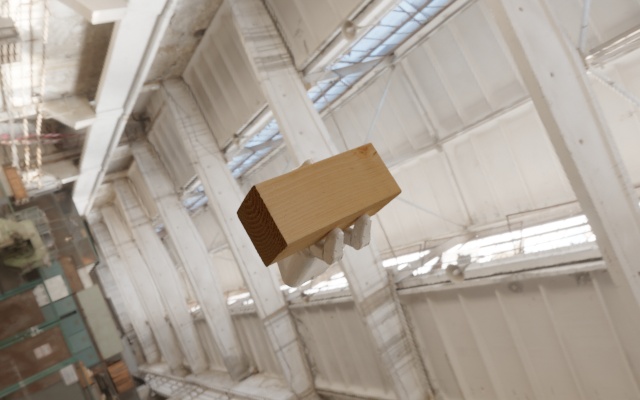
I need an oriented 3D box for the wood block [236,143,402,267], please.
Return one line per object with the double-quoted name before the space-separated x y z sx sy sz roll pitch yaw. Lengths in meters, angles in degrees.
"wood block" 0.000 0.002 0.675 0.206 0.091 0.090 -23 -14 -34
